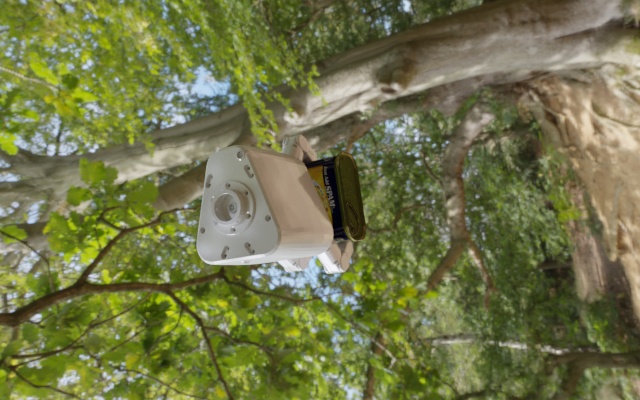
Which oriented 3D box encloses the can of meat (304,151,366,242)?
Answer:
[{"bbox_3d":[0.000,0.002,0.558,0.084,0.102,0.057,-10,-5,24],"label":"can of meat"}]
